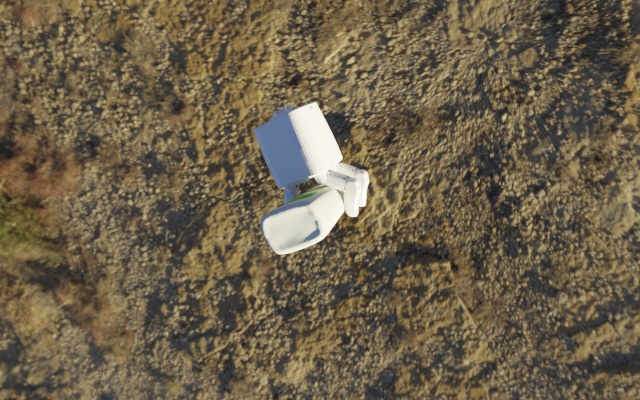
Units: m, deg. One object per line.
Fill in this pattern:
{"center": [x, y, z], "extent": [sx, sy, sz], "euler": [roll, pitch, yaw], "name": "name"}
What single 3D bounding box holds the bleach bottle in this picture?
{"center": [0.000, 0.003, 0.790], "extent": [0.102, 0.068, 0.250], "euler": [-21, 10, 24], "name": "bleach bottle"}
